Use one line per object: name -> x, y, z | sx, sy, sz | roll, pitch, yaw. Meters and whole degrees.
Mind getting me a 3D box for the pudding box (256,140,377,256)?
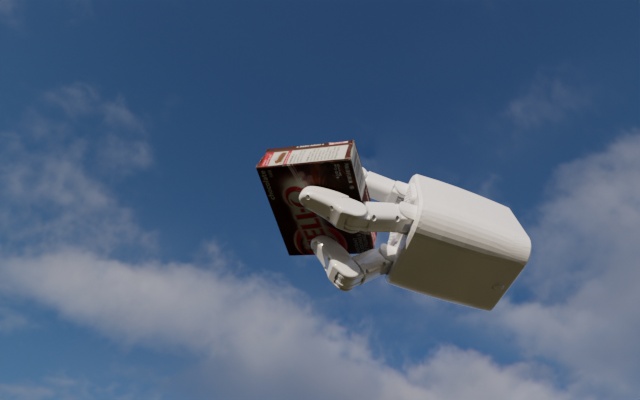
pudding box -> 0.000, 0.001, 0.456 | 0.090, 0.114, 0.039 | -4, 34, 18
